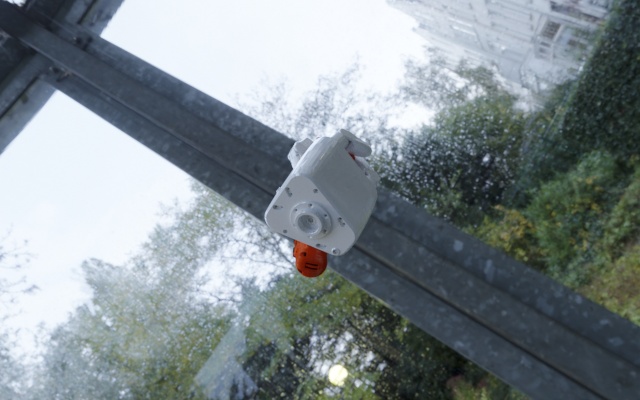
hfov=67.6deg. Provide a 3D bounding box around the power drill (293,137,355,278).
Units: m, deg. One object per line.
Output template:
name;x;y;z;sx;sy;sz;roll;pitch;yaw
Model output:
power drill;0.000;0.002;0.731;0.057;0.188;0.184;10;17;-7
